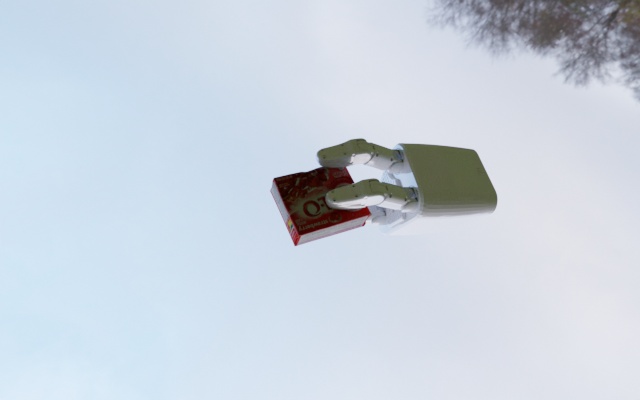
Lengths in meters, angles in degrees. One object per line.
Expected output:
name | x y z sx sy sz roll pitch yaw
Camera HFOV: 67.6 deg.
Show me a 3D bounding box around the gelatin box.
gelatin box | 0.000 0.002 0.517 0.089 0.073 0.030 -15 -26 -23
